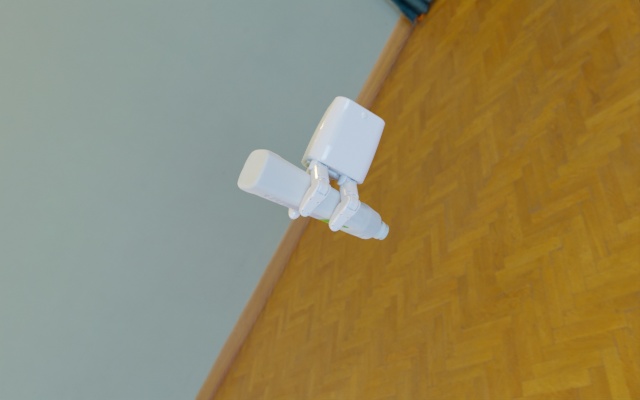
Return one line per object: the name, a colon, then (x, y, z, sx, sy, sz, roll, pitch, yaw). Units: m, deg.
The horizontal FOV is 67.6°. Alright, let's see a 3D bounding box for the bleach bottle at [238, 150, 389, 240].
bleach bottle: (0.000, 0.003, 0.761, 0.251, 0.068, 0.102, 26, -6, -25)
